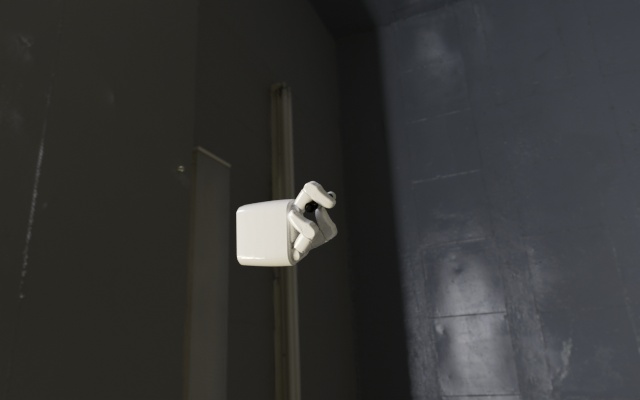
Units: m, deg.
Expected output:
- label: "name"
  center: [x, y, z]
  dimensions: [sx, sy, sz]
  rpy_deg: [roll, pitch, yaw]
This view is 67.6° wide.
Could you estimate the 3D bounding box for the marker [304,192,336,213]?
- label: "marker"
  center: [0.000, 0.003, 0.860]
  dimensions: [0.020, 0.020, 0.121]
  rpy_deg: [0, 10, 21]
